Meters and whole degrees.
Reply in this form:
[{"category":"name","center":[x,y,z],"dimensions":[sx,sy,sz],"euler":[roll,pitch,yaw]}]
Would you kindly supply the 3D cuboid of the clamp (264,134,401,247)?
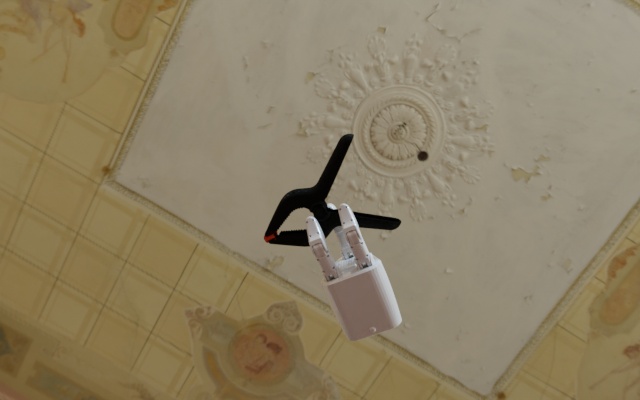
[{"category":"clamp","center":[0.000,0.003,0.745],"dimensions":[0.210,0.164,0.036],"euler":[-21,9,10]}]
